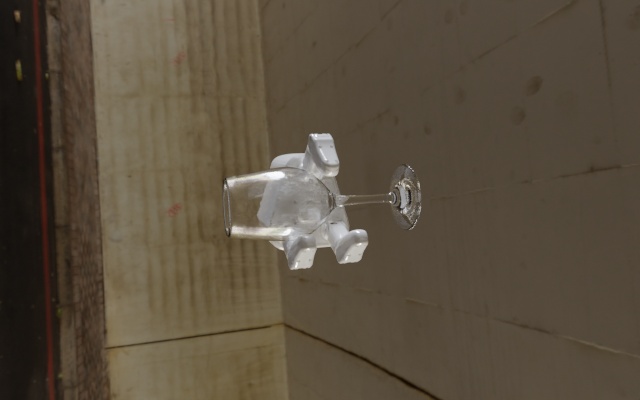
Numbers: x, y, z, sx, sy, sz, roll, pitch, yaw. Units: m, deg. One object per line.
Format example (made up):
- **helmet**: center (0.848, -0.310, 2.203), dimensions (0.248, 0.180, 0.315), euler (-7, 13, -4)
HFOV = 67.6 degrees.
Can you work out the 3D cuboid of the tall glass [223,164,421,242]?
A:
- **tall glass**: center (0.001, 0.002, 0.509), dimensions (0.201, 0.079, 0.079), euler (-3, 1, -17)
